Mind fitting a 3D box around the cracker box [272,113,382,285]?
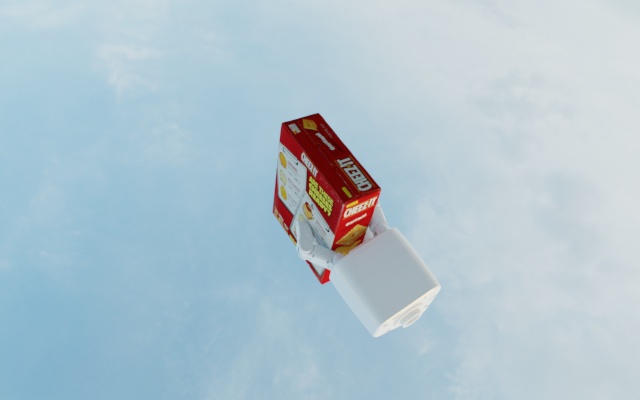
[{"bbox_3d":[0.000,0.003,0.723,0.072,0.164,0.214,-22,-31,-25],"label":"cracker box"}]
